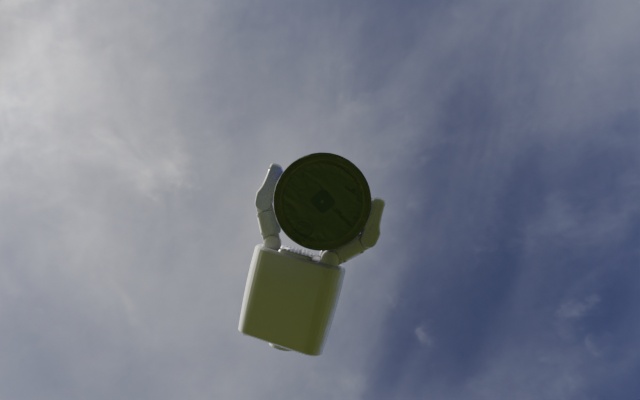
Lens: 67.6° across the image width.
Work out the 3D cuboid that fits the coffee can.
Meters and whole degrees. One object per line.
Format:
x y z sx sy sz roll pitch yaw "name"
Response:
0.000 0.002 0.564 0.103 0.103 0.140 0 0 -2 "coffee can"
